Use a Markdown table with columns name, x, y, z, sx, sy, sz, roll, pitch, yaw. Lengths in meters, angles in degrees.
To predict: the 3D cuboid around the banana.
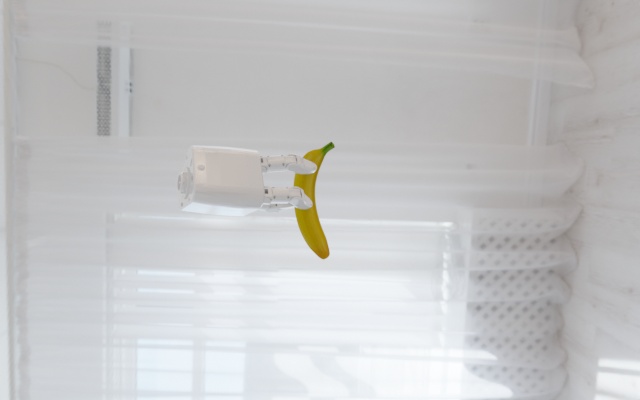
| name | x | y | z | sx | sy | sz | roll | pitch | yaw |
| --- | --- | --- | --- | --- | --- | --- | --- | --- | --- |
| banana | -0.015 | 0.000 | 0.806 | 0.069 | 0.198 | 0.037 | -1 | -5 | 35 |
